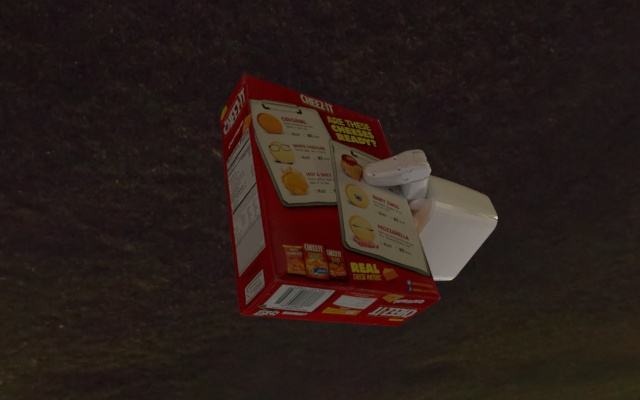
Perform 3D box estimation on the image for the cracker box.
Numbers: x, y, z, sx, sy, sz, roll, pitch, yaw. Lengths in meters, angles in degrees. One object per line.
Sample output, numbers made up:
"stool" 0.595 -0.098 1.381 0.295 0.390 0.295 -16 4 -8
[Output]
"cracker box" 0.000 0.001 0.438 0.164 0.213 0.072 12 -42 -33
